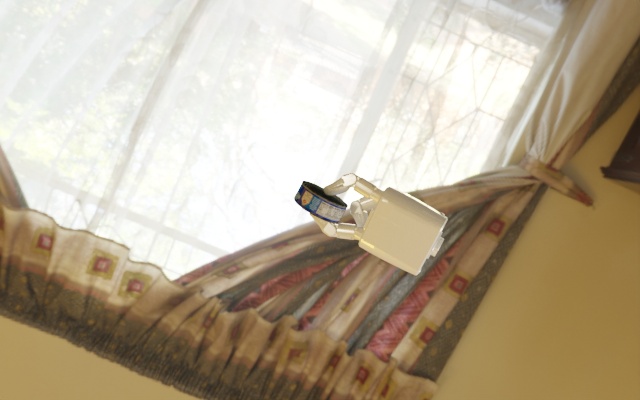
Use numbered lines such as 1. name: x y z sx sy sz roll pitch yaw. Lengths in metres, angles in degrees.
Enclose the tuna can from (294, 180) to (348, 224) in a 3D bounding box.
1. tuna can: 0.000 0.003 0.778 0.086 0.034 0.086 28 11 -6
